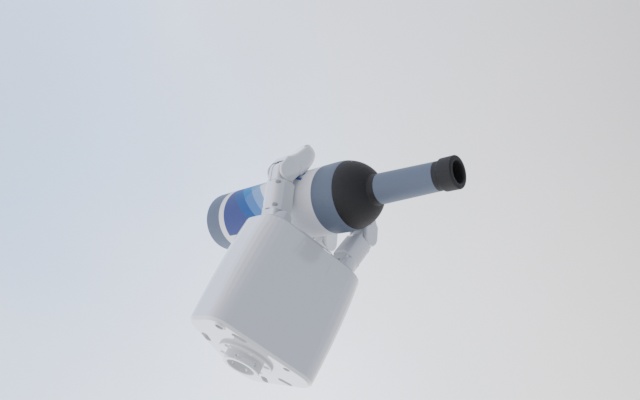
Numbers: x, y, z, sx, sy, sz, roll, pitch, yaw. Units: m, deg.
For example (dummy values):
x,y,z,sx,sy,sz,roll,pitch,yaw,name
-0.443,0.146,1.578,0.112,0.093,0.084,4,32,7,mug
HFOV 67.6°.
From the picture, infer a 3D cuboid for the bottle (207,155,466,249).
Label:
x,y,z,sx,sy,sz,roll,pitch,yaw,name
0.000,0.001,0.468,0.296,0.069,0.069,-13,-8,42,bottle
